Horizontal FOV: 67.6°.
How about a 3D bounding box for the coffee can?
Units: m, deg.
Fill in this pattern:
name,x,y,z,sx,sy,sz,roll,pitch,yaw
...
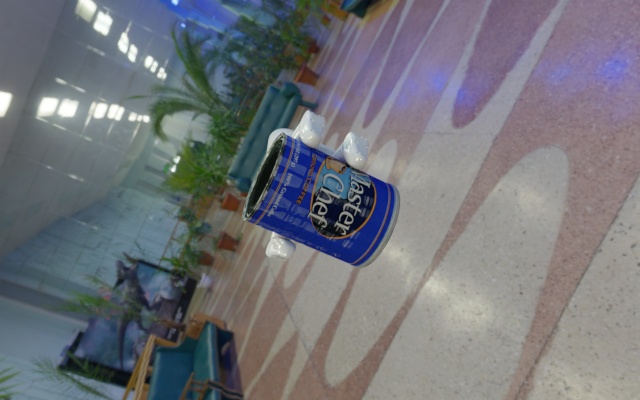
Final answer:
name,x,y,z,sx,sy,sz,roll,pitch,yaw
coffee can,0.000,0.002,0.521,0.140,0.103,0.103,24,-7,-16
